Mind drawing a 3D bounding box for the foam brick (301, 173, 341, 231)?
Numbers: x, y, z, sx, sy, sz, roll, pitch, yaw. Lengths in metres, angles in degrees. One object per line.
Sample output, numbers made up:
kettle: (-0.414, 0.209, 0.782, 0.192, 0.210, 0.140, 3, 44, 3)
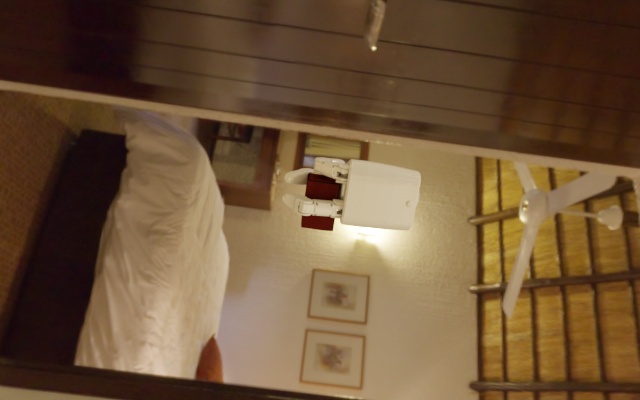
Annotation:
foam brick: (0.000, 0.003, 0.742, 0.051, 0.078, 0.053, 8, 15, -3)
